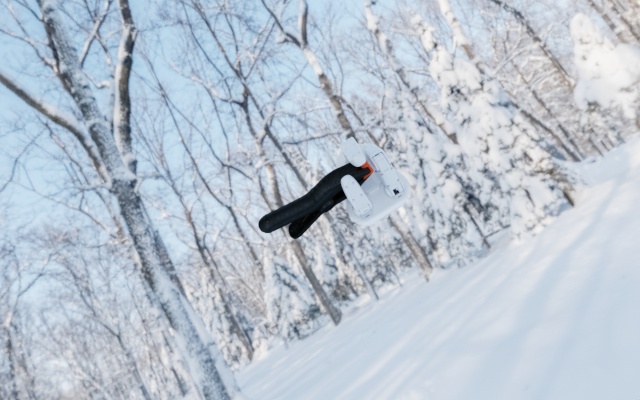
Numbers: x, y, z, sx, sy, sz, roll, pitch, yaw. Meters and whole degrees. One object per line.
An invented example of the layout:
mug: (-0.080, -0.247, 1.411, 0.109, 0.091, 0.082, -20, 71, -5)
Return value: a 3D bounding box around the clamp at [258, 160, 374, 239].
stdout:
clamp: (0.000, 0.002, 0.679, 0.171, 0.039, 0.120, -31, -12, 3)
